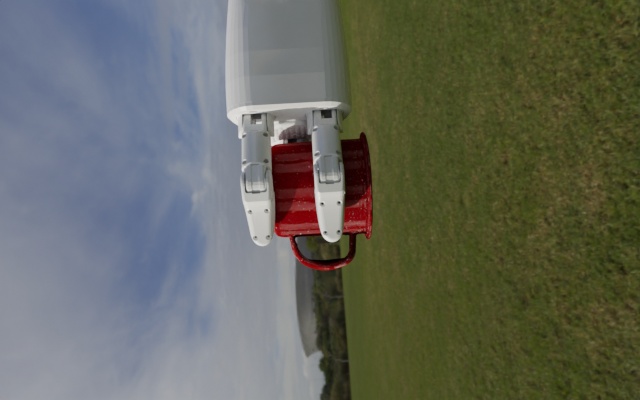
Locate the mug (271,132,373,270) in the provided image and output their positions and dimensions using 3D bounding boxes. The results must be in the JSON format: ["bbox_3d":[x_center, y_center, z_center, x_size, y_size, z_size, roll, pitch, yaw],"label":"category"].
[{"bbox_3d":[0.000,0.003,0.411,0.081,0.117,0.093,-3,-10,0],"label":"mug"}]
